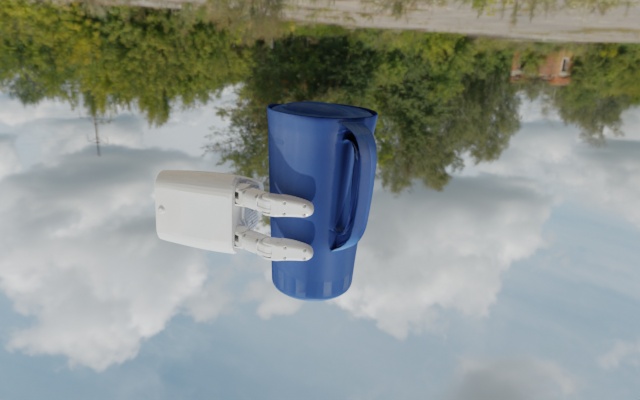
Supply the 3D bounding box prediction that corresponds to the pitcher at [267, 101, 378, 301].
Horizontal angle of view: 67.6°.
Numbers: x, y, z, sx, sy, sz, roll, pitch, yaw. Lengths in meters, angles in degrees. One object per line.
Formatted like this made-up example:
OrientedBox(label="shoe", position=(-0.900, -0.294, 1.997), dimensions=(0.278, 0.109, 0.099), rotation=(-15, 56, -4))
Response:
OrientedBox(label="pitcher", position=(0.000, 0.002, 0.598), dimensions=(0.145, 0.243, 0.149), rotation=(8, 18, 13))
